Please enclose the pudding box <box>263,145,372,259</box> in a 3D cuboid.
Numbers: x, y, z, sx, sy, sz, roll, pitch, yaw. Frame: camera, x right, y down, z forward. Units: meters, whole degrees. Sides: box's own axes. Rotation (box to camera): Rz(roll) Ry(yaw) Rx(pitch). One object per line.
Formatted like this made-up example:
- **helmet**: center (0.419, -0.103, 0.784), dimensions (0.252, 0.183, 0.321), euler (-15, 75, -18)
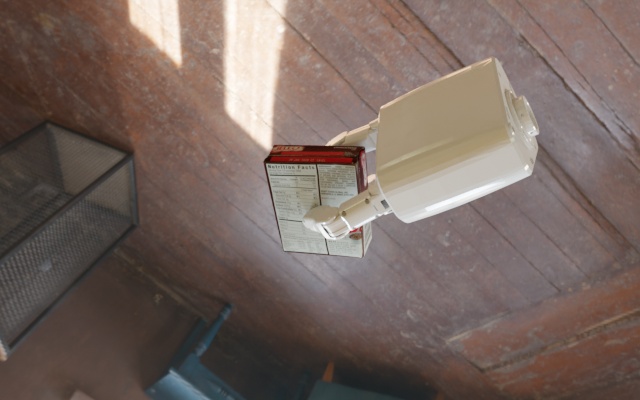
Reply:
- **pudding box**: center (0.000, 0.002, 0.464), dimensions (0.090, 0.114, 0.039), euler (4, 34, 17)
